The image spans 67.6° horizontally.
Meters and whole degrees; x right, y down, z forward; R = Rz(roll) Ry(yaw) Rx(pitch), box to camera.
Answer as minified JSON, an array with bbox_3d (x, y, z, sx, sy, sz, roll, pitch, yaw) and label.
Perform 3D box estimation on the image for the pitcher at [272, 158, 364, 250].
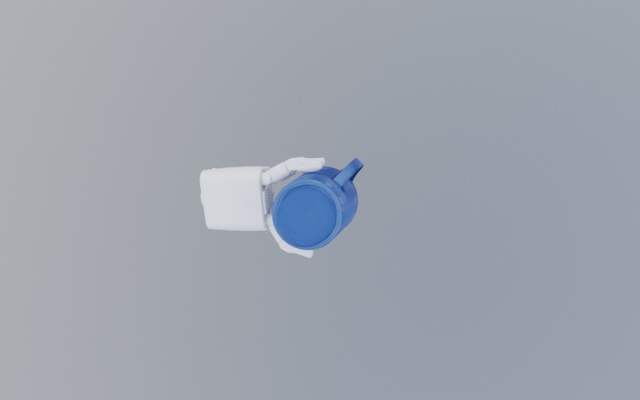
[{"bbox_3d":[0.000,0.003,0.819,0.145,0.149,0.243,0,5,7],"label":"pitcher"}]
